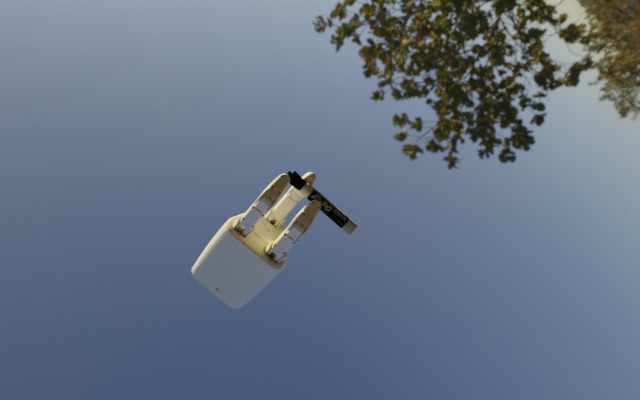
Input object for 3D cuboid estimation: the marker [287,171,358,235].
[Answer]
[{"bbox_3d":[0.000,0.002,0.657,0.121,0.020,0.020,41,-5,-5],"label":"marker"}]
